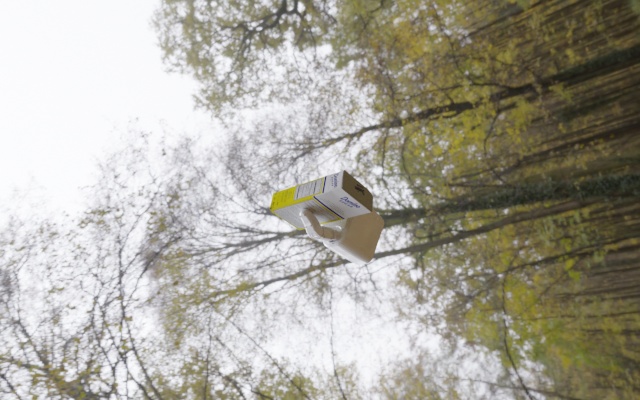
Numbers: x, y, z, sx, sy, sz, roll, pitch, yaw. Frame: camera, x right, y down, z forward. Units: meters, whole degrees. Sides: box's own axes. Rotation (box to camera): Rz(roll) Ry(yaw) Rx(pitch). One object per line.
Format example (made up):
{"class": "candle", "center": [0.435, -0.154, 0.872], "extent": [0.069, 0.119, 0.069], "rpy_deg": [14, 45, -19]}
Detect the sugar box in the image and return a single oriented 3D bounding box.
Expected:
{"class": "sugar box", "center": [0.000, 0.003, 0.884], "extent": [0.176, 0.048, 0.093], "rpy_deg": [-18, -39, 35]}
